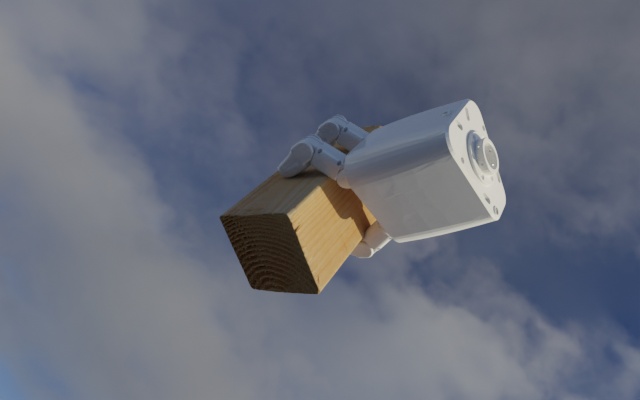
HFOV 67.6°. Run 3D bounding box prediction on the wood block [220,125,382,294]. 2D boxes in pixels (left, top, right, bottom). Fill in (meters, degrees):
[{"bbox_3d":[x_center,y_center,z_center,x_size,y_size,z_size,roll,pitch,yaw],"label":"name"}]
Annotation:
[{"bbox_3d":[0.001,0.002,0.525,0.090,0.091,0.206,-4,27,36],"label":"wood block"}]
